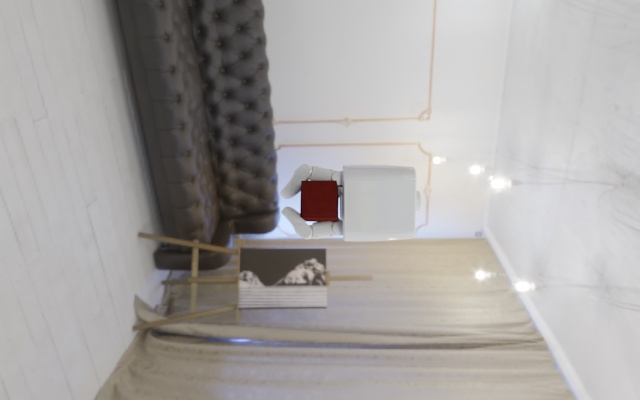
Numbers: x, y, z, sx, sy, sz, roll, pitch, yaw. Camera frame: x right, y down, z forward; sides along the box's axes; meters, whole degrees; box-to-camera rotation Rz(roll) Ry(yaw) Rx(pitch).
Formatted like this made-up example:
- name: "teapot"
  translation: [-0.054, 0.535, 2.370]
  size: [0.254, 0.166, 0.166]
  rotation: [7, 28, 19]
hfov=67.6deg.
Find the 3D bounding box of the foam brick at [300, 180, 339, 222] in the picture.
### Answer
- name: "foam brick"
  translation: [0.000, 0.002, 0.689]
  size: [0.051, 0.053, 0.078]
  rotation: [0, -7, 4]
